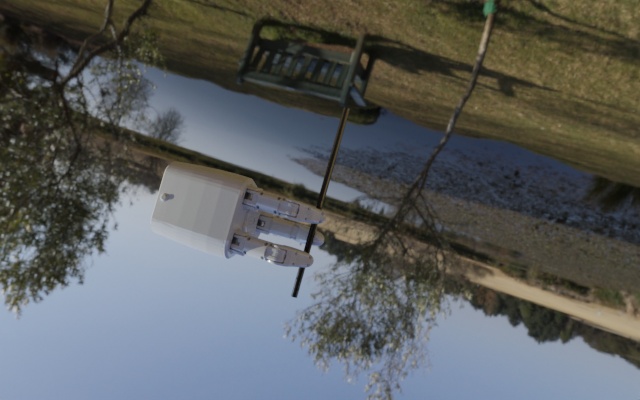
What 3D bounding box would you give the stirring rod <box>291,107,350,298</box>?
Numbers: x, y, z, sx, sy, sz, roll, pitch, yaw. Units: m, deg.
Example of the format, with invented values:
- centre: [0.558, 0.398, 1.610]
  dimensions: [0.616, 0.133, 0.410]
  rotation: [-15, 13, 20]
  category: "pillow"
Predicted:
- centre: [0.000, 0.002, 0.587]
  dimensions: [0.011, 0.239, 0.011]
  rotation: [16, -2, 0]
  category: "stirring rod"
